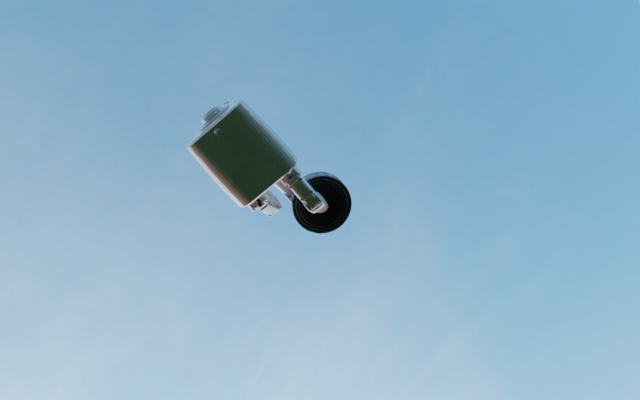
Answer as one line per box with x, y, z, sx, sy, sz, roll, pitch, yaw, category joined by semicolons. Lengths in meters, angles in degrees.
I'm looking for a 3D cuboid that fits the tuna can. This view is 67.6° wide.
0.000;0.002;0.693;0.086;0.086;0.033;0;17;-9;tuna can
